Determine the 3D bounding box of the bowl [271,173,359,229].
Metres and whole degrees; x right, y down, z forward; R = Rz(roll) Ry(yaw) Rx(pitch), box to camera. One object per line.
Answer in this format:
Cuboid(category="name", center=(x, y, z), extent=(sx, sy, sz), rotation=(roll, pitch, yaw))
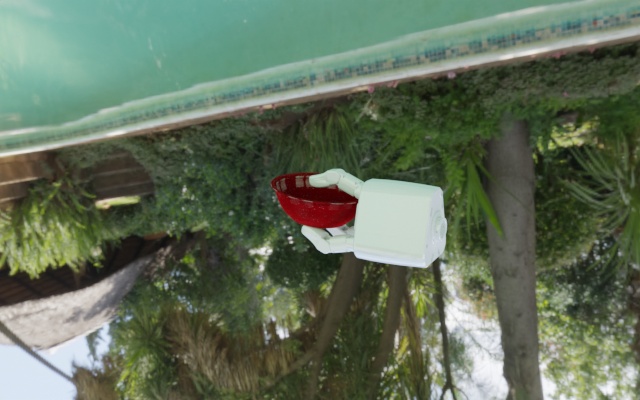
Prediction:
Cuboid(category="bowl", center=(-0.001, 0.003, 0.757), extent=(0.162, 0.055, 0.162), rotation=(6, 18, -2))
